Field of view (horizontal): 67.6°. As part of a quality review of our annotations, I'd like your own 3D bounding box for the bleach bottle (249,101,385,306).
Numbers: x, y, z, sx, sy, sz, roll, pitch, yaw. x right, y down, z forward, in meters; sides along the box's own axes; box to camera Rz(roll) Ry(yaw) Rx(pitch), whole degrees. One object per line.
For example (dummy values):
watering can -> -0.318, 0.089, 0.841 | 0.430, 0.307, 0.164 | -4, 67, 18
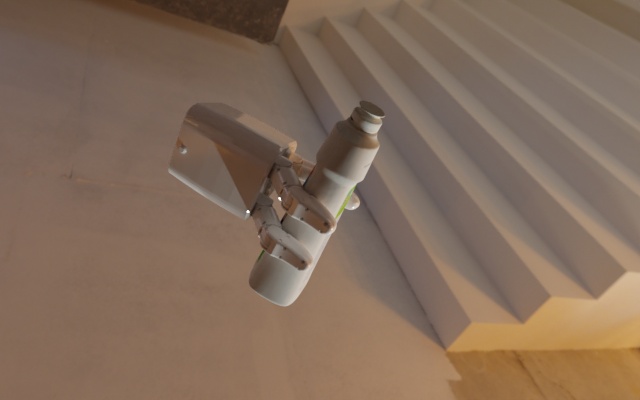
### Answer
bleach bottle -> 0.000, 0.002, 0.530 | 0.068, 0.251, 0.102 | 30, 31, 1
